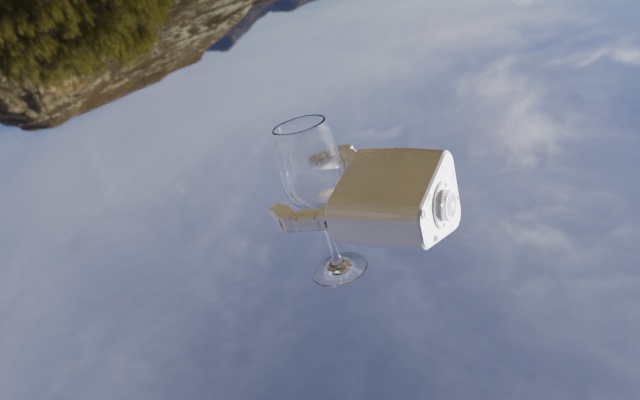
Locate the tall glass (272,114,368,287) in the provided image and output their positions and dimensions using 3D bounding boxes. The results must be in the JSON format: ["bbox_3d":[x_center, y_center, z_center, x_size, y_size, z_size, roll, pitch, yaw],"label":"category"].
[{"bbox_3d":[0.000,0.003,0.574,0.079,0.201,0.079,-13,25,6],"label":"tall glass"}]
